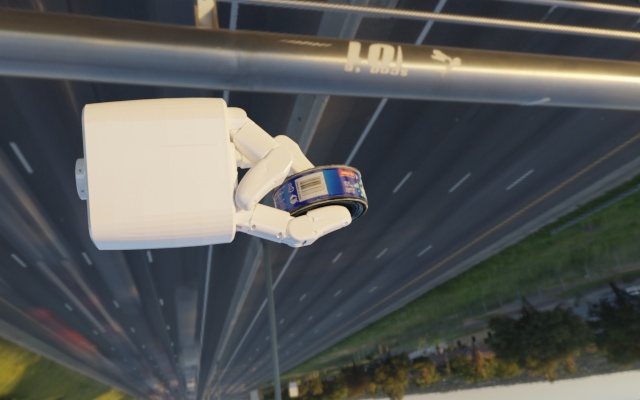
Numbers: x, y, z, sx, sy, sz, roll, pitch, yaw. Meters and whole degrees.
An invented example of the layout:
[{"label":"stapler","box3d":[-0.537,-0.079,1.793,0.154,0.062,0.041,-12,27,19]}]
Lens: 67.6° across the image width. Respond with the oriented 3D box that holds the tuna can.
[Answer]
[{"label":"tuna can","box3d":[0.000,0.002,0.445,0.086,0.033,0.086,-12,-21,-5]}]
